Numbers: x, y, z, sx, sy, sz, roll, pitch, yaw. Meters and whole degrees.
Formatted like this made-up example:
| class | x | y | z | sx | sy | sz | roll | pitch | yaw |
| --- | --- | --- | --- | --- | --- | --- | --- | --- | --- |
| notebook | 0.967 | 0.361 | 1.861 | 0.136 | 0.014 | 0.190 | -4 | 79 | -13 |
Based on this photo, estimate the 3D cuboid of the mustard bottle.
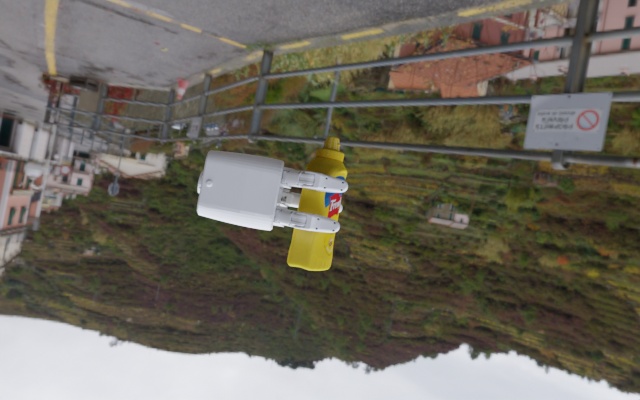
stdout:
| class | x | y | z | sx | sy | sz | roll | pitch | yaw |
| --- | --- | --- | --- | --- | --- | --- | --- | --- | --- |
| mustard bottle | 0.000 | 0.003 | 0.692 | 0.058 | 0.191 | 0.096 | 10 | -1 | 20 |
